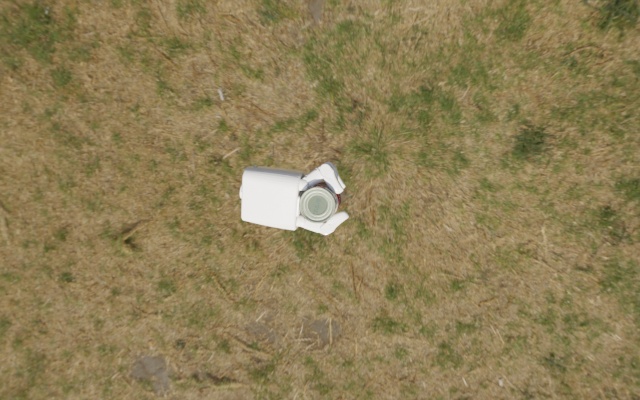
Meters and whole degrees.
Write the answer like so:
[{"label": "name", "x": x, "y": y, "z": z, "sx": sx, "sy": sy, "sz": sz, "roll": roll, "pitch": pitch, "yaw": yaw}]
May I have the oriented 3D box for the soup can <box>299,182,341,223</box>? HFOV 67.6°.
[{"label": "soup can", "x": 0.001, "y": 0.003, "z": 0.889, "sx": 0.068, "sy": 0.068, "sz": 0.102, "roll": 0, "pitch": 6, "yaw": 7}]
